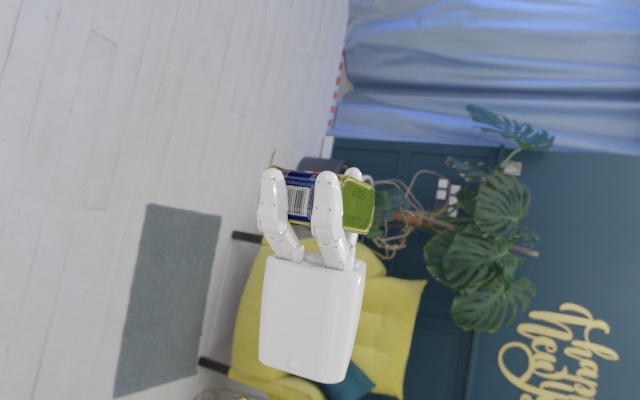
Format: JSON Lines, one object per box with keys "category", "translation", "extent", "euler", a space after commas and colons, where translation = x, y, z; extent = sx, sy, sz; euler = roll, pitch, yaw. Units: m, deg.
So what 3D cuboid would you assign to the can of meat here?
{"category": "can of meat", "translation": [0.000, 0.002, 0.481], "extent": [0.084, 0.057, 0.102], "euler": [8, -3, 26]}
